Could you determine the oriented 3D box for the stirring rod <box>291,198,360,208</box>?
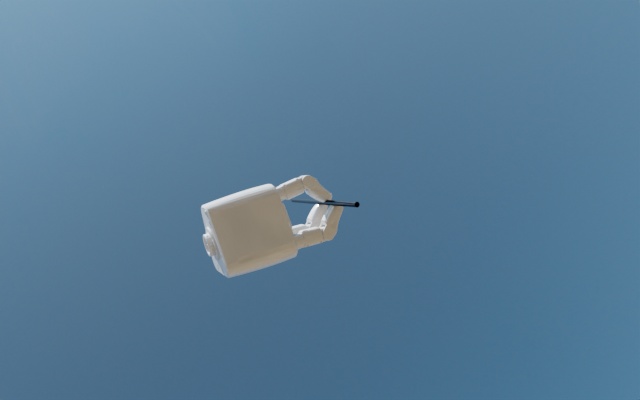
[{"bbox_3d":[0.000,0.002,0.758,0.011,0.011,0.239,0,1,-24],"label":"stirring rod"}]
